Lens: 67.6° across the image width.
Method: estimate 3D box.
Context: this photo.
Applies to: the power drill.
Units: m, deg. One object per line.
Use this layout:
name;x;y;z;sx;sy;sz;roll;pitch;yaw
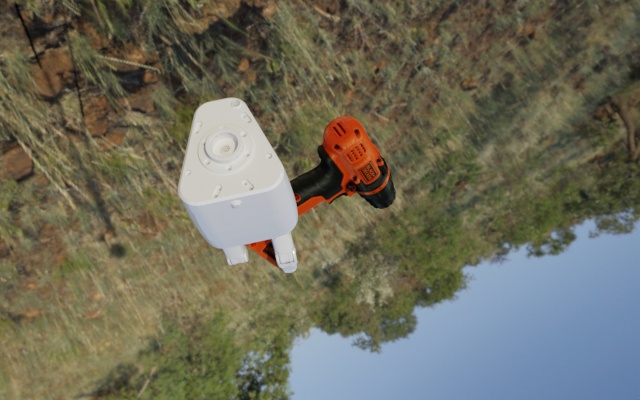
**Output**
power drill;0.000;0.002;0.584;0.187;0.057;0.184;-38;-35;3
